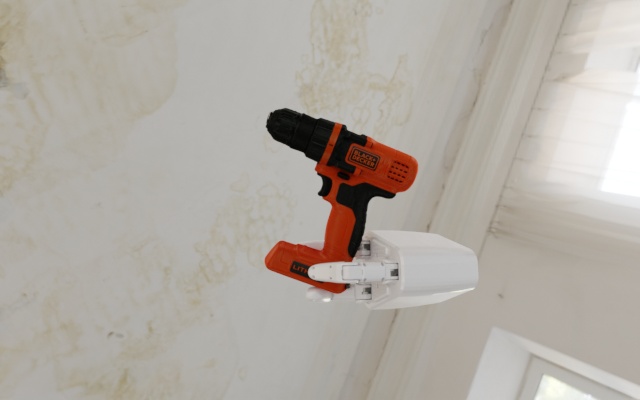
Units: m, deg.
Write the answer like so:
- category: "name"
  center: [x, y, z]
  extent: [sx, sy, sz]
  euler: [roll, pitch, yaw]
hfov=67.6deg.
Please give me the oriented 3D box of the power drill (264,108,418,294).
- category: "power drill"
  center: [0.000, 0.002, 0.562]
  extent: [0.184, 0.188, 0.057]
  euler: [21, 10, -2]
